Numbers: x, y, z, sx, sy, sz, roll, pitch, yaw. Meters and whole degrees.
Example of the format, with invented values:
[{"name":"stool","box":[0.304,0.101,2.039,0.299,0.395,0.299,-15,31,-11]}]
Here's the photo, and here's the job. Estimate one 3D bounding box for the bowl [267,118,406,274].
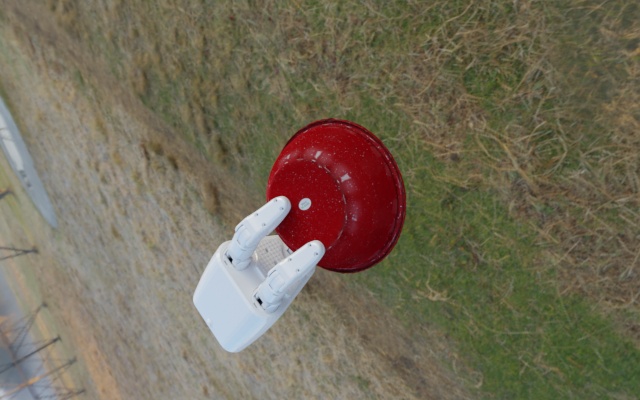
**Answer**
[{"name":"bowl","box":[0.000,0.001,0.472,0.162,0.162,0.055,0,10,34]}]
